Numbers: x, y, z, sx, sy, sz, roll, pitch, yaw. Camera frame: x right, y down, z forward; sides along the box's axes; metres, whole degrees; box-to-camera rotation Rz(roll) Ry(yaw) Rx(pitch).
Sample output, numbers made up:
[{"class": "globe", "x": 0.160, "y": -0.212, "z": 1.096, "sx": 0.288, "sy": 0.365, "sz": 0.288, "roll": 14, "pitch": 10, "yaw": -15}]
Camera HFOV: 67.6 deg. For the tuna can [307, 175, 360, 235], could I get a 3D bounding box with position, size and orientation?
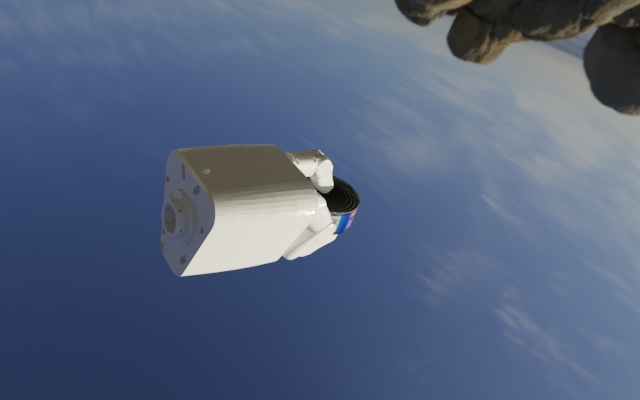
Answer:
[{"class": "tuna can", "x": 0.000, "y": 0.002, "z": 0.554, "sx": 0.086, "sy": 0.034, "sz": 0.086, "roll": 14, "pitch": 30, "yaw": -9}]
